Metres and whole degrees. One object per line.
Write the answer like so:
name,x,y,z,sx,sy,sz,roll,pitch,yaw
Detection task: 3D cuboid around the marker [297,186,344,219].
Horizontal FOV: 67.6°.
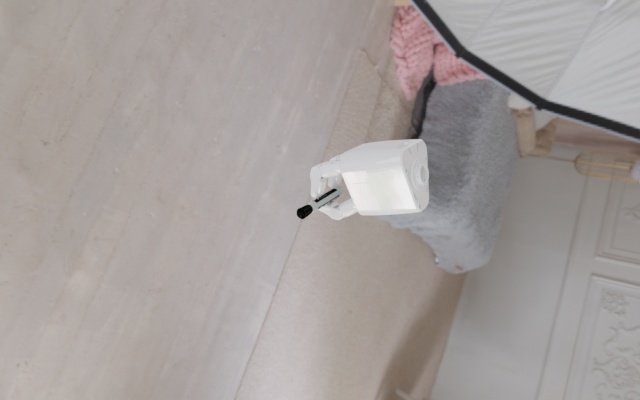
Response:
marker,0.000,0.003,0.798,0.020,0.020,0.121,0,20,37
